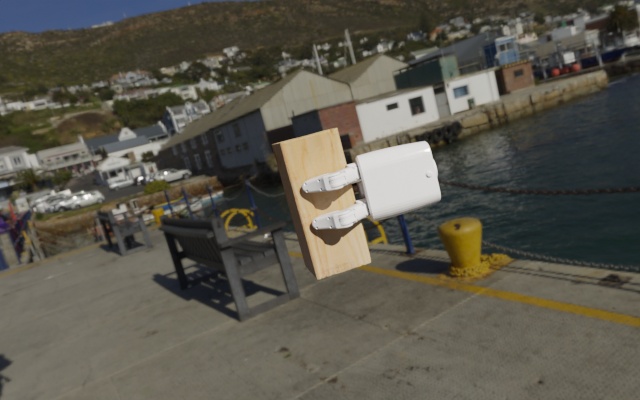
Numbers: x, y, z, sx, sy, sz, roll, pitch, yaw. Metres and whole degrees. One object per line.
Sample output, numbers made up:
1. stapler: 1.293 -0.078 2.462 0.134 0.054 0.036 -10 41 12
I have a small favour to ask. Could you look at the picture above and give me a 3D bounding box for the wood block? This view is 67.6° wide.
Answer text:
1. wood block: 0.000 0.002 0.730 0.090 0.206 0.091 -16 9 -11
